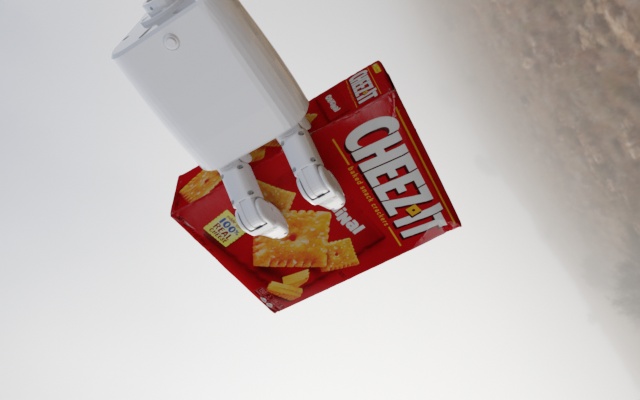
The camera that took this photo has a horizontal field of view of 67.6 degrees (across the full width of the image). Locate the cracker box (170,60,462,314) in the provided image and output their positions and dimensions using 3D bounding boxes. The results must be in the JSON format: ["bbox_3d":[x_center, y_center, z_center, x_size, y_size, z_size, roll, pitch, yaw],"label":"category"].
[{"bbox_3d":[0.000,0.001,0.444,0.214,0.164,0.072,-27,36,13],"label":"cracker box"}]
